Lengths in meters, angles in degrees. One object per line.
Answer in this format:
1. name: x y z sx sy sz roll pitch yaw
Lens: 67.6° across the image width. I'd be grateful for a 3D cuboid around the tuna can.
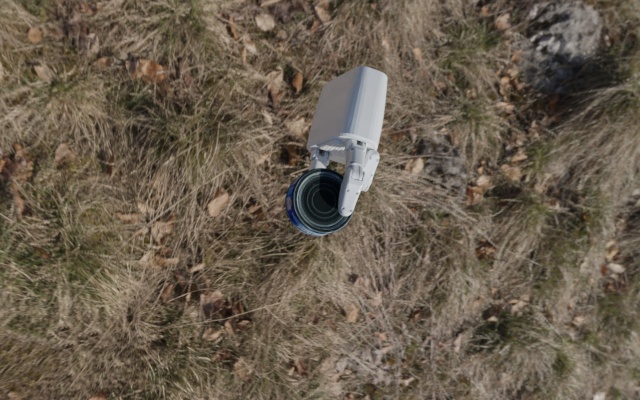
1. tuna can: 0.000 0.002 0.611 0.086 0.086 0.034 0 -7 -20
